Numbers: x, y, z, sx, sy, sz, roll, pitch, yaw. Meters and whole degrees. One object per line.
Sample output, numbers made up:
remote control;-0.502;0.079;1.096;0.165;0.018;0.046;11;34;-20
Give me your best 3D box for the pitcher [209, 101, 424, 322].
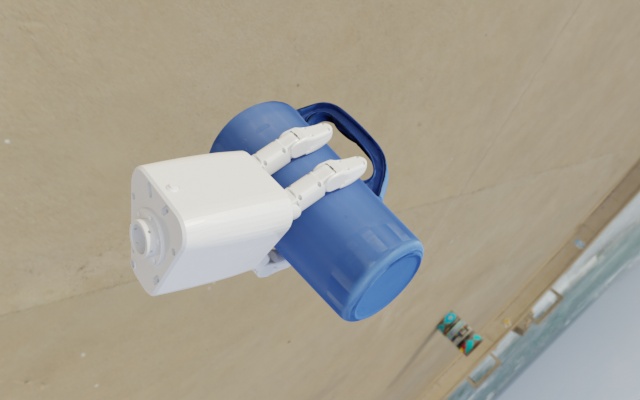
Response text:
pitcher;0.000;0.002;0.521;0.145;0.149;0.242;-10;46;-45
